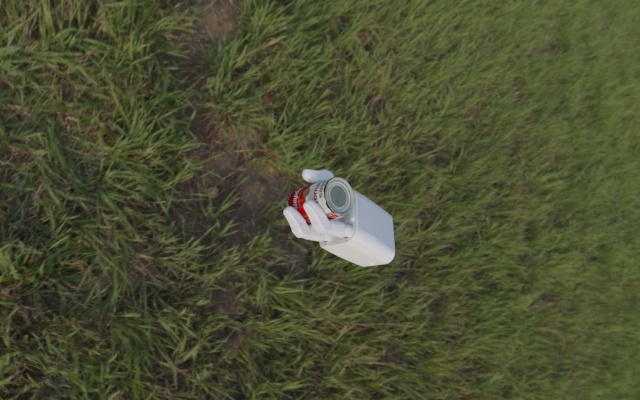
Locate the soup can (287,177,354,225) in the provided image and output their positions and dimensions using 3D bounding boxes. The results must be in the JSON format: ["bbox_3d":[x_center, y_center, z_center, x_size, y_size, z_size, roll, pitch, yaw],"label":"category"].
[{"bbox_3d":[0.000,0.002,0.819,0.068,0.068,0.102,0,-11,-41],"label":"soup can"}]
